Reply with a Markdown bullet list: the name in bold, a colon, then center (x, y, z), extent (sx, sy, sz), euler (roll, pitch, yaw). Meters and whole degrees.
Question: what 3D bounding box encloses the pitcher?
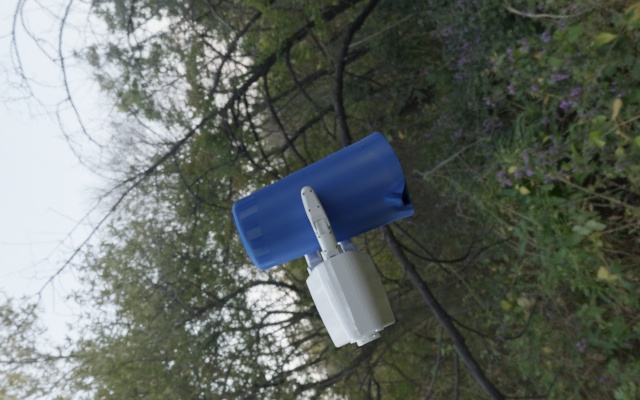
- **pitcher**: center (0.000, 0.002, 0.702), extent (0.243, 0.145, 0.149), euler (-23, -16, -3)
